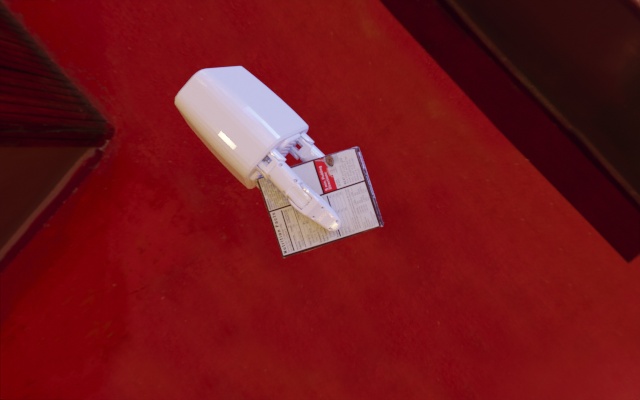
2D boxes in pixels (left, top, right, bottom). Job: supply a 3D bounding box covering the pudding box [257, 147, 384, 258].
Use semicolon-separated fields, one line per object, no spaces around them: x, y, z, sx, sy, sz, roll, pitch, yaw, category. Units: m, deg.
0.000;0.002;0.503;0.113;0.090;0.039;-18;1;9;pudding box
